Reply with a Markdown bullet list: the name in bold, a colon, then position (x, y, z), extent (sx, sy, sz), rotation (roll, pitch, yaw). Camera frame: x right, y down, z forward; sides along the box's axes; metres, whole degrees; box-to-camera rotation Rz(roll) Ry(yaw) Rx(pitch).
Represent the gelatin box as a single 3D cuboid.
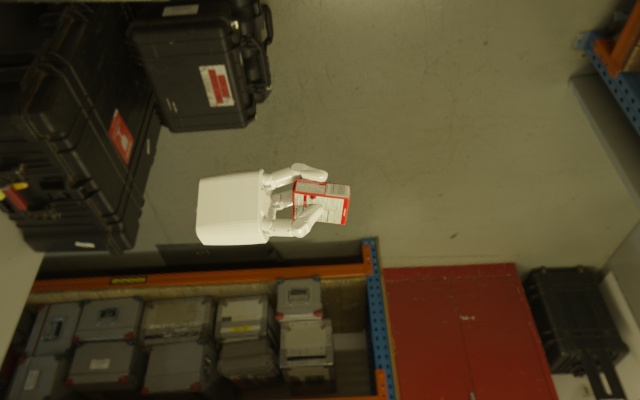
- **gelatin box**: position (0.000, 0.003, 0.759), extent (0.089, 0.030, 0.073), rotation (7, -37, 2)
